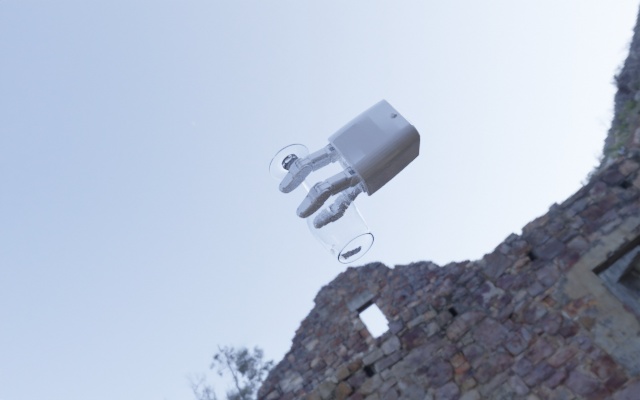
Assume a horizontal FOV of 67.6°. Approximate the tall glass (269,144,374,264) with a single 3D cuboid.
[{"bbox_3d":[0.000,0.002,0.728,0.079,0.079,0.201,0,42,-43],"label":"tall glass"}]
